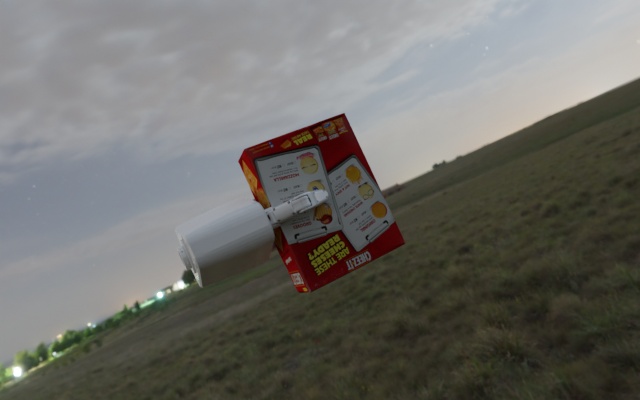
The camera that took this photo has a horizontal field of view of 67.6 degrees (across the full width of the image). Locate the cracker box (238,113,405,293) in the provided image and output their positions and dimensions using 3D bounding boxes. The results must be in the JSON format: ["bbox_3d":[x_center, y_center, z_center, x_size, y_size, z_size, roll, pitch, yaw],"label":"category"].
[{"bbox_3d":[0.000,0.002,0.693,0.164,0.213,0.072,-24,-3,-21],"label":"cracker box"}]
